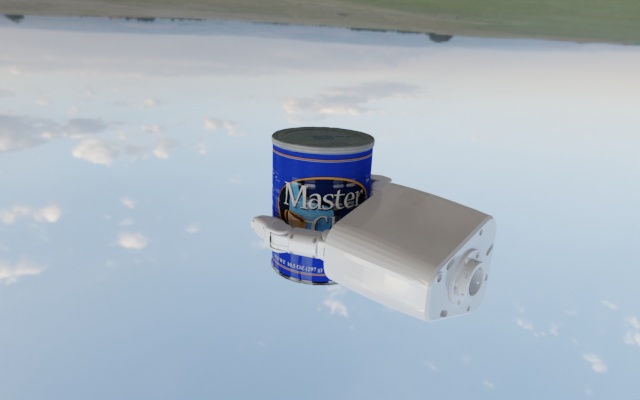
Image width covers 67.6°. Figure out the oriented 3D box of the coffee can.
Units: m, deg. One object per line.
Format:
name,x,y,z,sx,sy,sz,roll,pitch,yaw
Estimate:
coffee can,0.000,0.001,0.496,0.103,0.140,0.102,2,19,-1
